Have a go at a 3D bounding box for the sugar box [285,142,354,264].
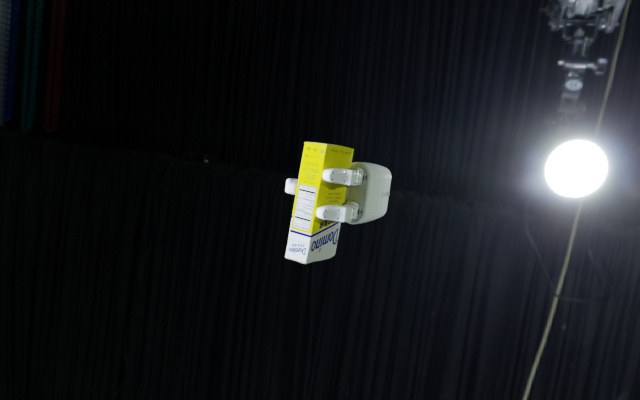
[{"bbox_3d":[0.001,0.002,0.724,0.048,0.176,0.093,11,7,29],"label":"sugar box"}]
